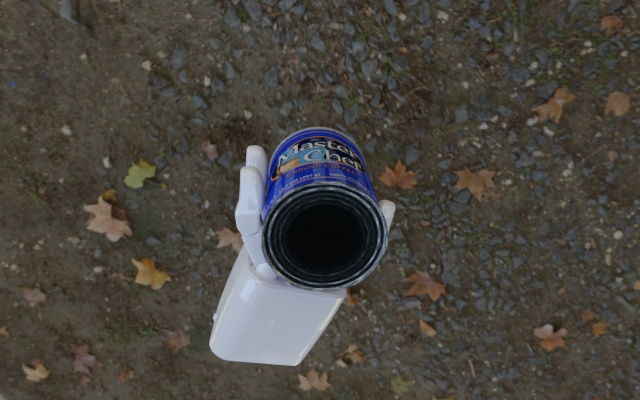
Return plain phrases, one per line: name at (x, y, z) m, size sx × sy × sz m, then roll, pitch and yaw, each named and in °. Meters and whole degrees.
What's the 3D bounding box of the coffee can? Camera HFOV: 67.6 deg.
coffee can at (0.000, 0.001, 0.443) m, size 0.103 × 0.103 × 0.140 m, roll 0°, pitch 26°, yaw -3°
